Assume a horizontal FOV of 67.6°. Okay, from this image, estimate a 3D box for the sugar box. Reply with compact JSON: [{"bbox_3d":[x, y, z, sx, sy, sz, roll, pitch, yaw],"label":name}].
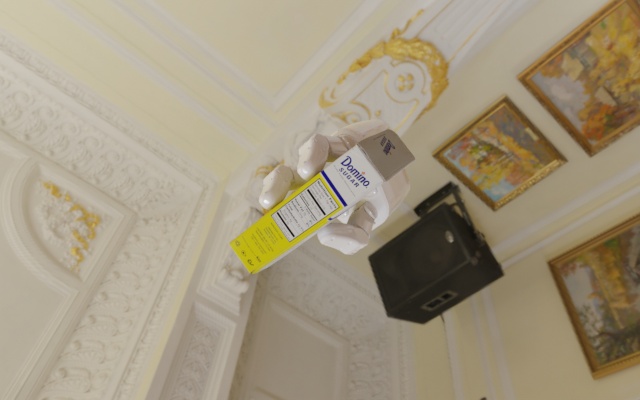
[{"bbox_3d":[0.000,0.001,0.461,0.176,0.048,0.093,-39,-4,30],"label":"sugar box"}]
